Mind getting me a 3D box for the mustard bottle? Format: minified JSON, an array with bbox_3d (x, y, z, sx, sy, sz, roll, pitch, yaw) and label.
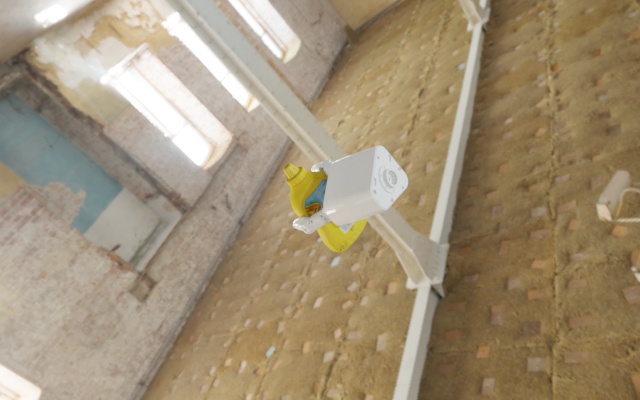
[{"bbox_3d":[0.000,0.003,0.893,0.192,0.096,0.058,47,-18,-23],"label":"mustard bottle"}]
